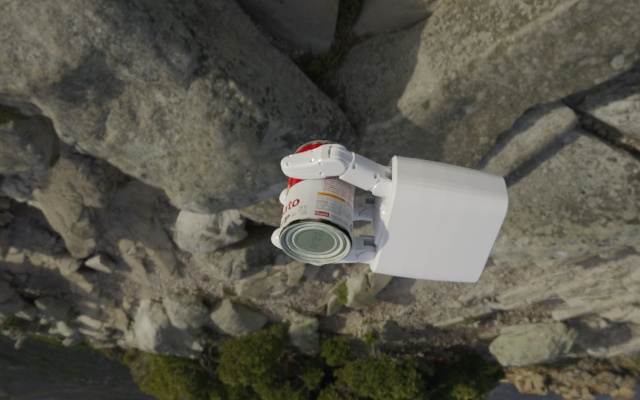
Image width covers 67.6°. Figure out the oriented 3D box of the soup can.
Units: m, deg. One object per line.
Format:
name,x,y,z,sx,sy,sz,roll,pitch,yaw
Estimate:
soup can,0.000,0.002,0.456,0.068,0.102,0.069,4,-41,4
